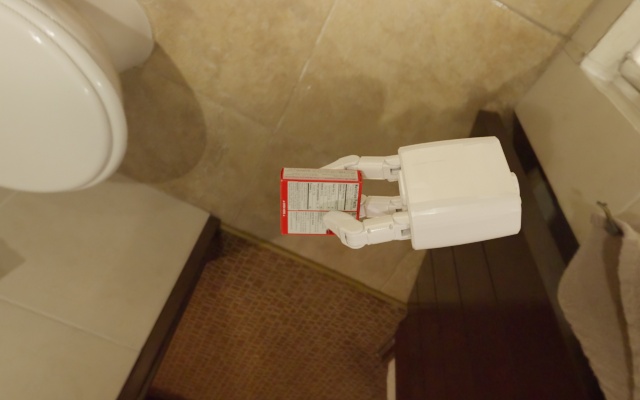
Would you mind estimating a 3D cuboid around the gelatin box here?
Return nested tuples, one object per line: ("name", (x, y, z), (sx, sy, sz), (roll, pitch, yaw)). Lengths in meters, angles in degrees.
("gelatin box", (0.000, 0.002, 0.531), (0.089, 0.073, 0.030), (1, 34, -2))
